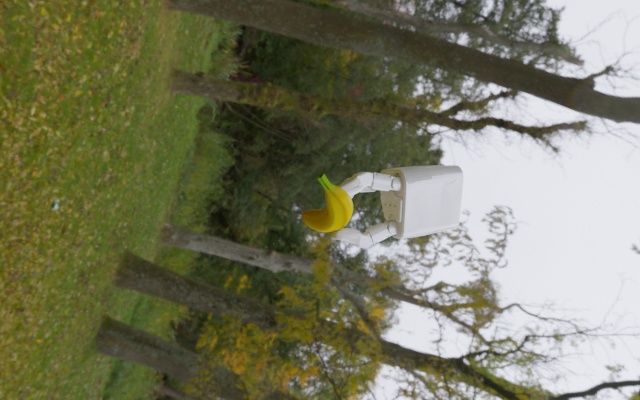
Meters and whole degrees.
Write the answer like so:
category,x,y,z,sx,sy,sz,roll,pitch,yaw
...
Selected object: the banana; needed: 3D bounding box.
category,x,y,z,sx,sy,sz,roll,pitch,yaw
banana,0.012,0.016,0.725,0.037,0.069,0.198,-35,-10,-20
